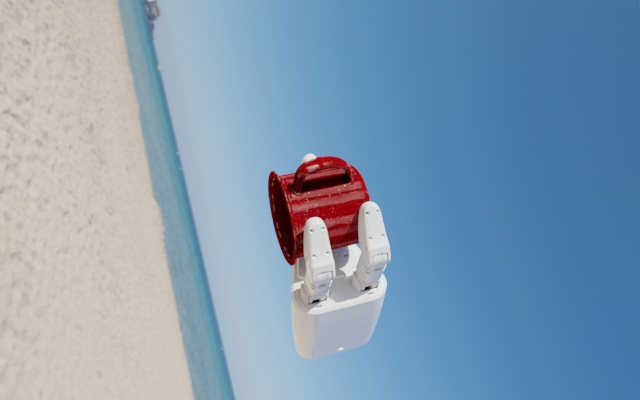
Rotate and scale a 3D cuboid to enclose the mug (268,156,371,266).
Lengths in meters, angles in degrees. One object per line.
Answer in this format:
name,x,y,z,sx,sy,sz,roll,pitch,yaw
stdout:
mug,0.000,0.000,0.461,0.081,0.093,0.117,-12,-40,-16
